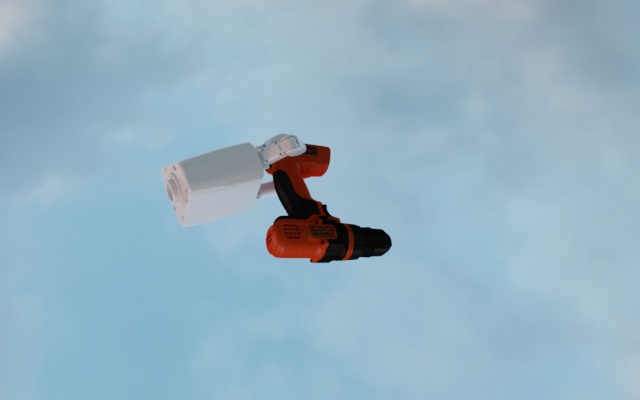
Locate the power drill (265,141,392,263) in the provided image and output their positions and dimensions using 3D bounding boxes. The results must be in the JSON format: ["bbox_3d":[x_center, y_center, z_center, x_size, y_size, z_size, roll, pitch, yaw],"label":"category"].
[{"bbox_3d":[0.000,0.002,0.680,0.184,0.187,0.057,5,-42,-28],"label":"power drill"}]
